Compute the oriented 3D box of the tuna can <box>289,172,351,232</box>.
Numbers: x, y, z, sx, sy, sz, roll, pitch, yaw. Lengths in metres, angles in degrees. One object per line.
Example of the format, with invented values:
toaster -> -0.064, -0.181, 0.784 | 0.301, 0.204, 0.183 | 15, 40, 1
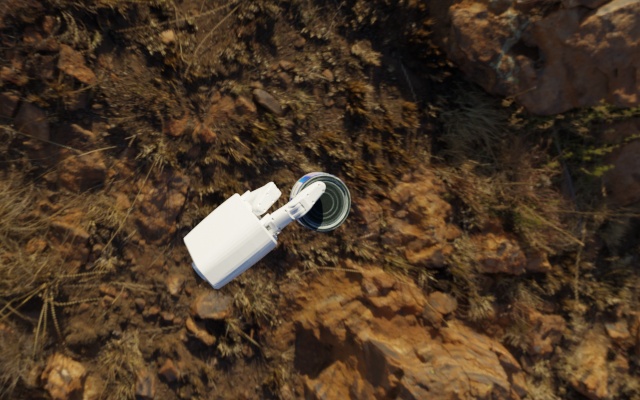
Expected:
tuna can -> 0.000, 0.002, 0.696 | 0.086, 0.086, 0.033 | 0, 7, -17
